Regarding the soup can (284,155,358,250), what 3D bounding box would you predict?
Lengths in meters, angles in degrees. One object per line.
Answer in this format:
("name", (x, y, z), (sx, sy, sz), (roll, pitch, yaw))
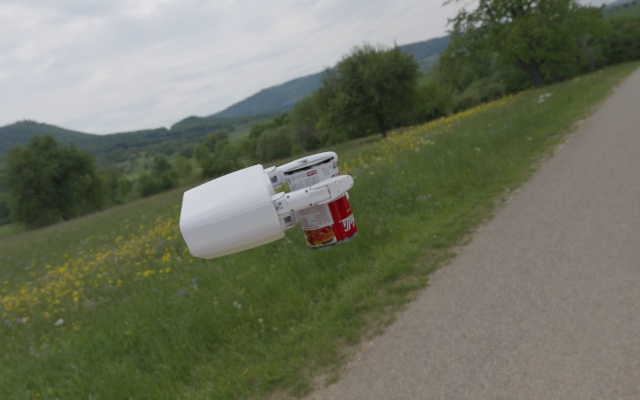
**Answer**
("soup can", (0.000, 0.002, 0.599), (0.068, 0.102, 0.068), (-18, 9, 3))
